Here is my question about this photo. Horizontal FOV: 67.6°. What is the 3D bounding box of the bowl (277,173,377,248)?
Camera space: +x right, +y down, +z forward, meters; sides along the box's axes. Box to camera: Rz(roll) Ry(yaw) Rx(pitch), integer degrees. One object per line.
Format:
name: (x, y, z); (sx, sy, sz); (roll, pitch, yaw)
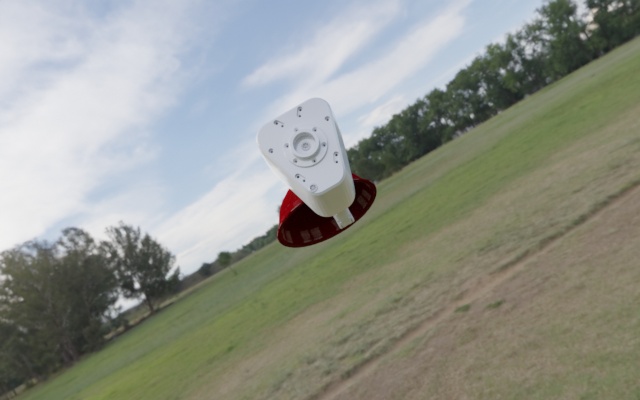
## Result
bowl: (0.000, 0.003, 0.706); (0.162, 0.055, 0.162); (-23, -28, -13)
